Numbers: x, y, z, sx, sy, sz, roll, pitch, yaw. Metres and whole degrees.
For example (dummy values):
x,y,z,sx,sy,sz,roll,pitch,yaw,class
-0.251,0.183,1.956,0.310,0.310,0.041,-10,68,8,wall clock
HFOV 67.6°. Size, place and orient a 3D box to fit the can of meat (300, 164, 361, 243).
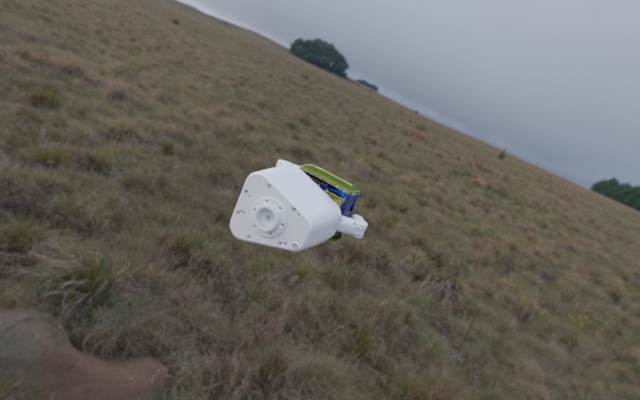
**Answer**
x,y,z,sx,sy,sz,roll,pitch,yaw,class
0.000,0.002,0.719,0.102,0.084,0.057,28,15,18,can of meat
